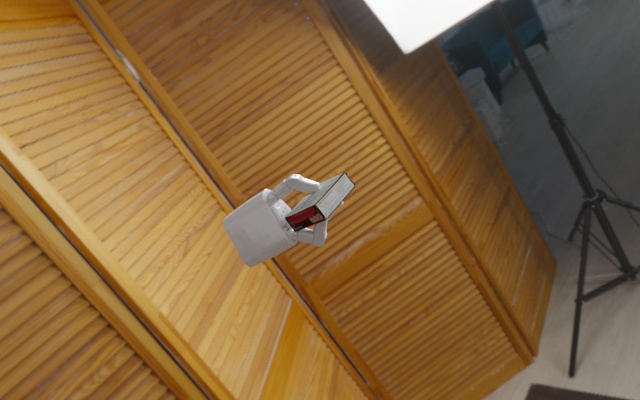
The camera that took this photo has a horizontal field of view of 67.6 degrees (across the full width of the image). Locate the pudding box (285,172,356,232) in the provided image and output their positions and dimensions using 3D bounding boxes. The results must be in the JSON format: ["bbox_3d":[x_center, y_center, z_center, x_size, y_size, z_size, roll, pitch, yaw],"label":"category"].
[{"bbox_3d":[0.000,0.003,0.862,0.090,0.039,0.113,-22,21,46],"label":"pudding box"}]
